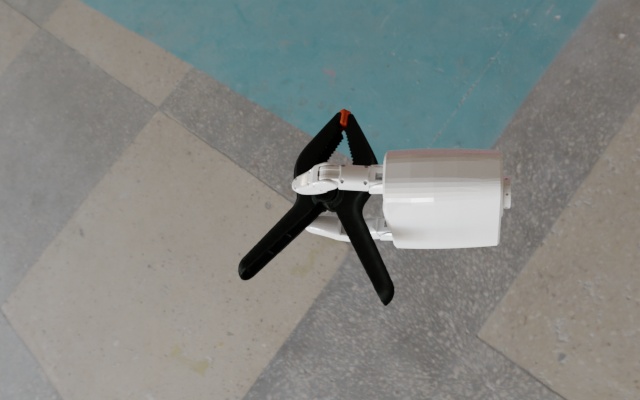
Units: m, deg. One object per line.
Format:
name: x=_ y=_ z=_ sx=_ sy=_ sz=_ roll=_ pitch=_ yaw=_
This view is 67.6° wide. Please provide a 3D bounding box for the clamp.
clamp: x=0.000 y=0.001 z=0.508 sx=0.164 sy=0.210 sz=0.036 roll=0 pitch=-20 yaw=15
